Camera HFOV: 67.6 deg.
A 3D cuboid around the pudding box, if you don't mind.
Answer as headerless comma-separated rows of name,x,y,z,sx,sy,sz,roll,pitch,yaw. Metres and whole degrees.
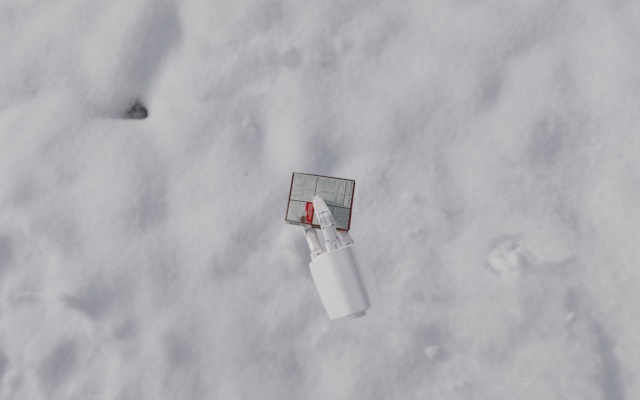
pudding box,0.000,0.003,0.829,0.113,0.090,0.039,9,-11,1
